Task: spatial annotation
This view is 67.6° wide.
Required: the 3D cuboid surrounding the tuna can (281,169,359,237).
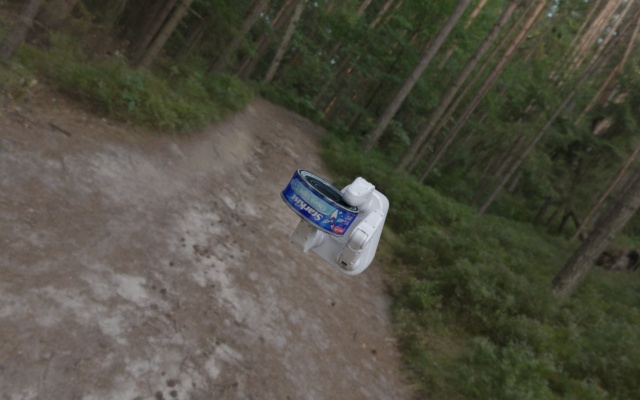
[{"bbox_3d":[0.000,0.001,0.532,0.086,0.034,0.086,33,12,-8],"label":"tuna can"}]
